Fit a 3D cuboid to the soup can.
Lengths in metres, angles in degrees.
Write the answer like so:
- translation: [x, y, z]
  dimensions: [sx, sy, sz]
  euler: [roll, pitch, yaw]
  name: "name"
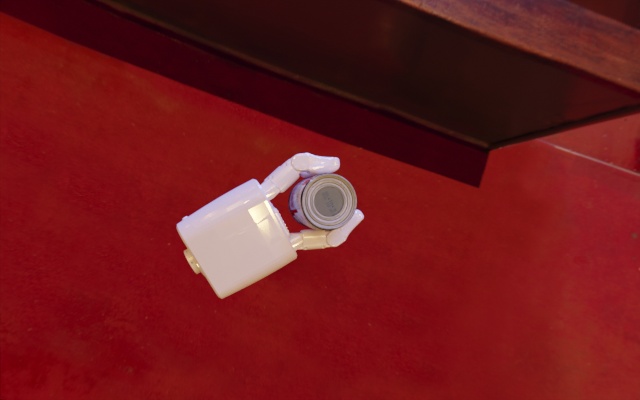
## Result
- translation: [0.001, 0.002, 0.592]
  dimensions: [0.068, 0.068, 0.102]
  euler: [0, -1, -11]
  name: "soup can"
